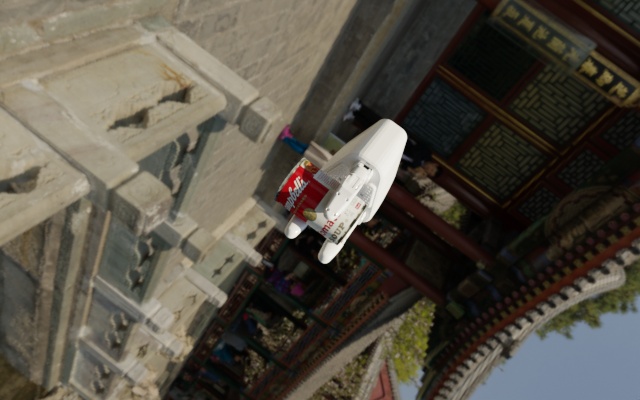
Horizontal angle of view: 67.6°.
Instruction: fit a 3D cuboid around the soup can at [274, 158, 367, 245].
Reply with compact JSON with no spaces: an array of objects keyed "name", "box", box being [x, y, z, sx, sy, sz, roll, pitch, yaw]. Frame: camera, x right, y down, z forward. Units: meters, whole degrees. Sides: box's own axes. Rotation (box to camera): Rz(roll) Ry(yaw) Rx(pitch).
[{"name":"soup can","box":[0.000,0.002,0.615,0.102,0.068,0.068,37,1,2]}]
